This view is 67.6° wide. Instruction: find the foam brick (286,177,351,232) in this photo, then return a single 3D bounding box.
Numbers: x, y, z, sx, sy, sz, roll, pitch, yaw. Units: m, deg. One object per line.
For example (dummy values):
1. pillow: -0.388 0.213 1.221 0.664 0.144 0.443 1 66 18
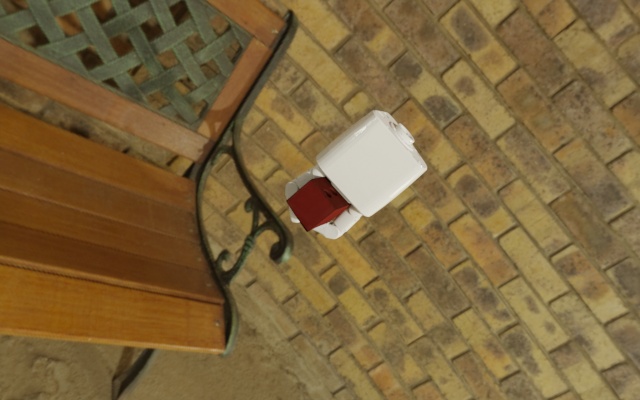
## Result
1. foam brick: 0.000 0.002 0.655 0.051 0.053 0.078 -39 -8 22
